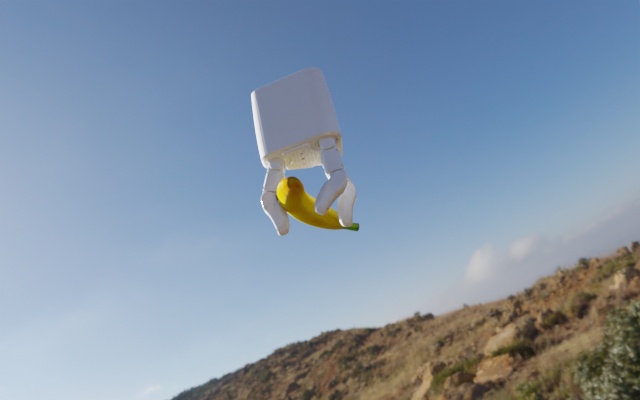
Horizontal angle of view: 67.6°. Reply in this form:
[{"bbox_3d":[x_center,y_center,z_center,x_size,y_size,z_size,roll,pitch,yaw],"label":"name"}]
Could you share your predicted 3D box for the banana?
[{"bbox_3d":[-0.015,0.005,0.649,0.069,0.037,0.198,-8,-20,26],"label":"banana"}]
